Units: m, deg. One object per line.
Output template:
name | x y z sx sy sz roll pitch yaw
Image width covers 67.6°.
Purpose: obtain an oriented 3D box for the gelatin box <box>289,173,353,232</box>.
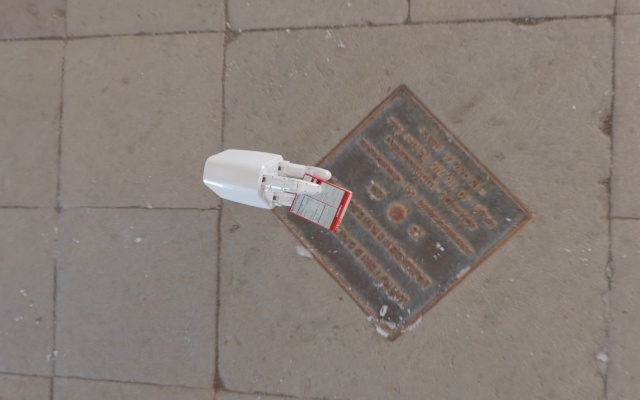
gelatin box | 0.000 0.003 0.813 0.089 0.073 0.030 24 4 17
